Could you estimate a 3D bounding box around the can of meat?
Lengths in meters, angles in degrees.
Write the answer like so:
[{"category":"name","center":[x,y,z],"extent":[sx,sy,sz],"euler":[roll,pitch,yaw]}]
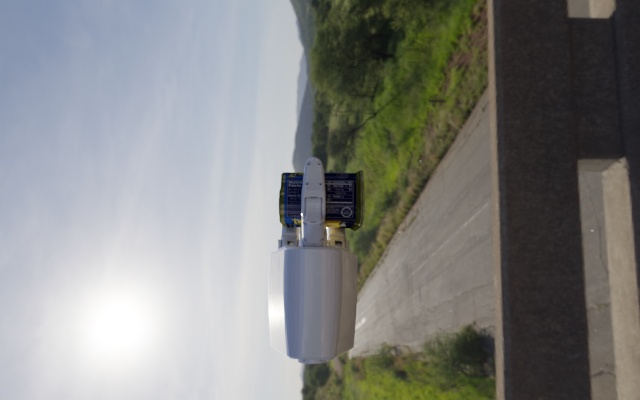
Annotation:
[{"category":"can of meat","center":[0.000,0.002,0.513],"extent":[0.084,0.057,0.102],"euler":[1,-8,-1]}]
